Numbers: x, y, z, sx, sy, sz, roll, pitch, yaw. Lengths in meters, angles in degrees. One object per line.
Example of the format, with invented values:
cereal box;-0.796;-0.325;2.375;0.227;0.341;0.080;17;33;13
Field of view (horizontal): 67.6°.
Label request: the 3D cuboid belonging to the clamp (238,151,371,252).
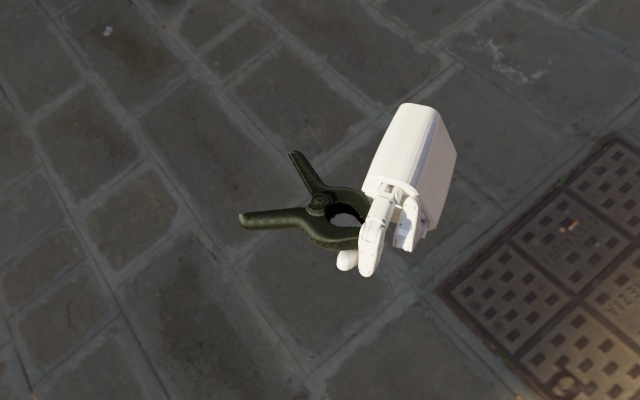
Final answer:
clamp;0.000;0.002;0.555;0.171;0.120;0.039;16;-23;20
